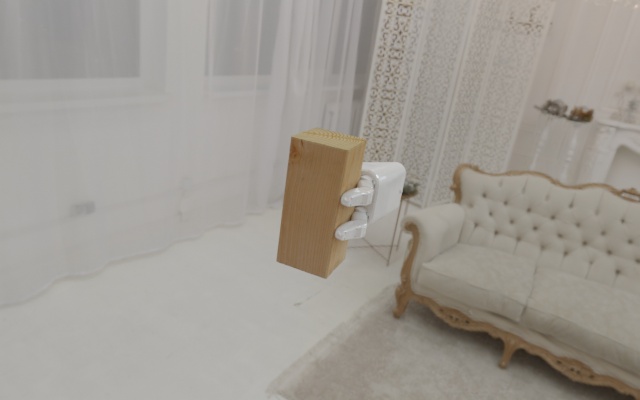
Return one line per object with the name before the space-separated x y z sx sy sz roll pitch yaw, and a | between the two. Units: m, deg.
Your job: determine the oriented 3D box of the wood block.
wood block | 0.000 0.002 0.742 0.091 0.206 0.090 16 23 19
